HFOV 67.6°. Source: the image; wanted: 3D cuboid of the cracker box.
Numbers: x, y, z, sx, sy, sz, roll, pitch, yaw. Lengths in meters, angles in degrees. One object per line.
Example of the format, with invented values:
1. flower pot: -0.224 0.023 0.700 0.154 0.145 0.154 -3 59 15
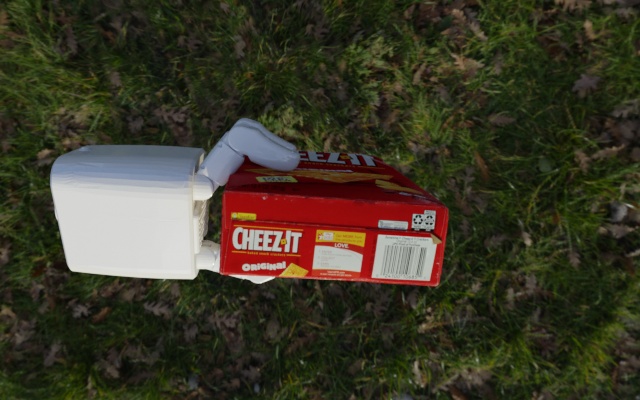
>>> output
1. cracker box: 0.000 0.002 0.437 0.164 0.072 0.213 4 14 -7
